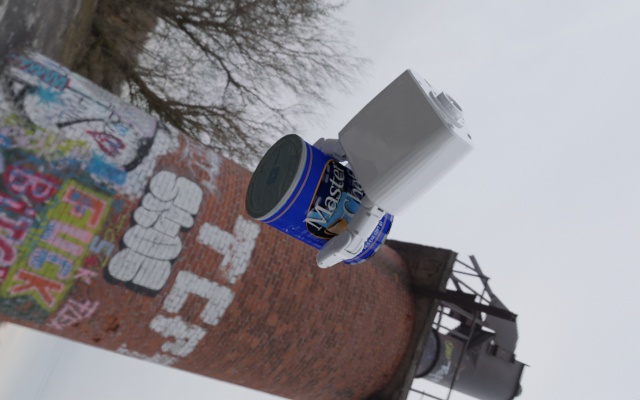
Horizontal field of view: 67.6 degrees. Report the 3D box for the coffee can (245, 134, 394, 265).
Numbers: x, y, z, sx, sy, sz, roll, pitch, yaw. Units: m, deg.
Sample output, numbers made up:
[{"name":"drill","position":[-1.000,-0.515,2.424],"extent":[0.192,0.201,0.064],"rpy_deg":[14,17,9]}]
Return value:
[{"name":"coffee can","position":[0.000,0.002,0.550],"extent":[0.140,0.102,0.103],"rpy_deg":[29,-16,-30]}]
